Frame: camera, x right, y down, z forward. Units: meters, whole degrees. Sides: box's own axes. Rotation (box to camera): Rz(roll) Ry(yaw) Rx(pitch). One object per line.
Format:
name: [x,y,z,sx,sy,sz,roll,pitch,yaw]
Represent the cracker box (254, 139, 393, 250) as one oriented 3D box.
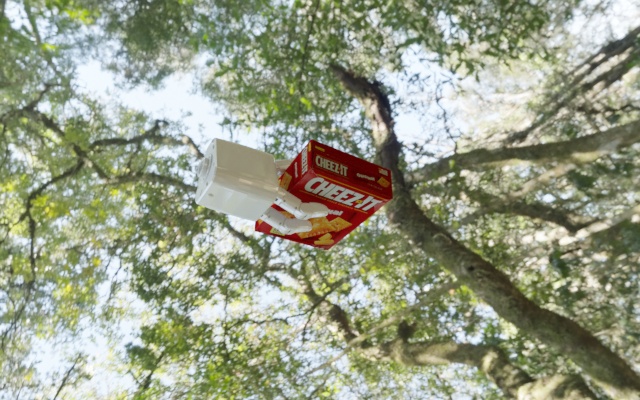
cracker box: [0.000,0.003,0.855,0.164,0.072,0.214,18,-39,-26]
